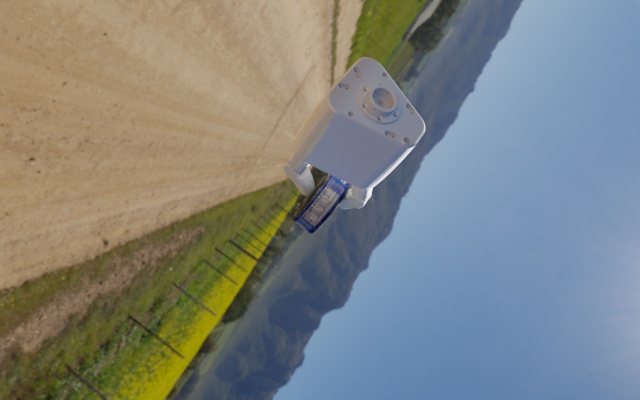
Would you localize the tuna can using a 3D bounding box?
[{"bbox_3d":[0.001,0.002,0.640,0.034,0.086,0.086,39,-5,-6],"label":"tuna can"}]
